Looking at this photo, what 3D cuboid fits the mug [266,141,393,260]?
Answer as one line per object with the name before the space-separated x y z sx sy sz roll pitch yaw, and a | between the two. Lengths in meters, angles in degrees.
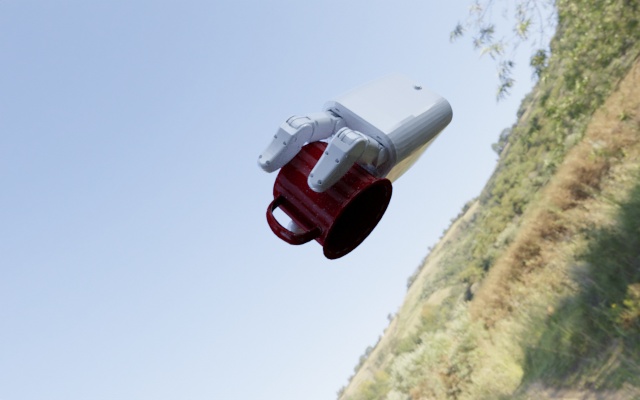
mug | -0.001 0.002 0.452 0.117 0.093 0.081 -33 59 -31
